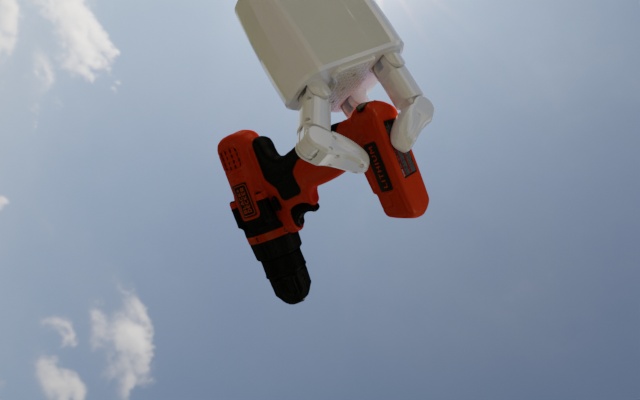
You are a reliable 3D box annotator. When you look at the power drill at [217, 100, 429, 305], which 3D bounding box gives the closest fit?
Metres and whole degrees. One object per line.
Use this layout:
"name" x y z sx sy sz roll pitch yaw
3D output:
"power drill" 0.000 0.001 0.448 0.188 0.184 0.057 -18 7 30
